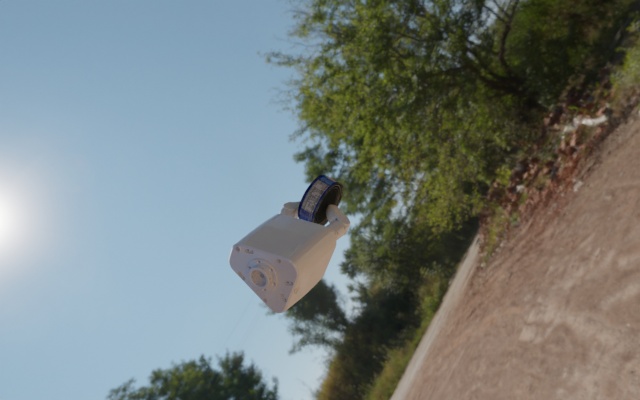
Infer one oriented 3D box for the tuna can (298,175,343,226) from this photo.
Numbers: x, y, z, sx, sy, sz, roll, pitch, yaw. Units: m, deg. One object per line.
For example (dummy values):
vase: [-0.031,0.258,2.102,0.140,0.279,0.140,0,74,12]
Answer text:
tuna can: [0.000,0.002,0.774,0.033,0.086,0.086,29,11,20]
